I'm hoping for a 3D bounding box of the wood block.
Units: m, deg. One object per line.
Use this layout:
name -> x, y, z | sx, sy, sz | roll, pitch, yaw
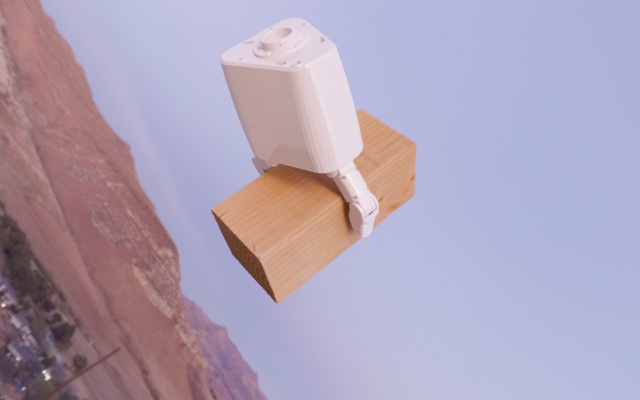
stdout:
wood block -> 0.000, 0.002, 0.521 | 0.206, 0.090, 0.090 | -36, 55, -20
